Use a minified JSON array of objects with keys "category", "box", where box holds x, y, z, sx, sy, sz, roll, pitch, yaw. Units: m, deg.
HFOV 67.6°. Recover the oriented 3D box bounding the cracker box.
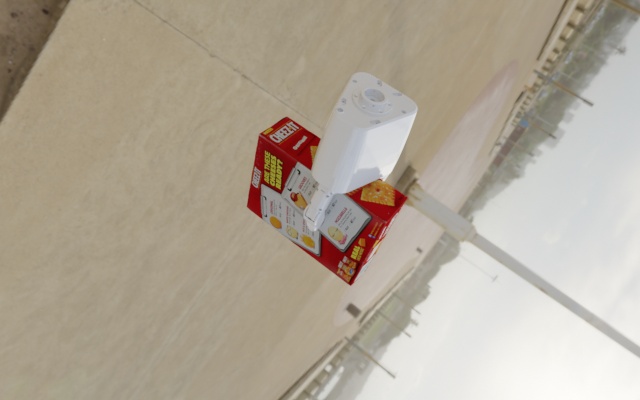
[{"category":"cracker box","box":[0.000,0.002,0.703,0.213,0.164,0.072,36,50,14]}]
